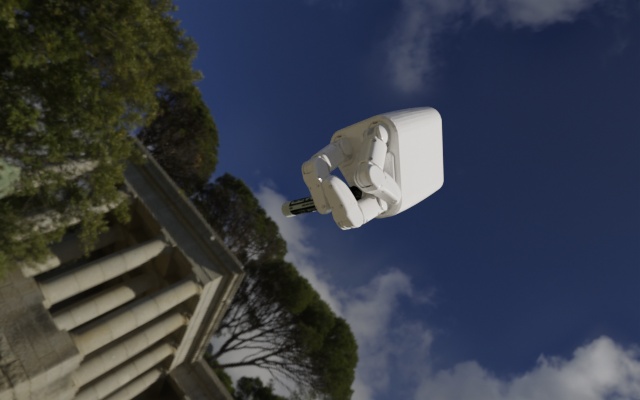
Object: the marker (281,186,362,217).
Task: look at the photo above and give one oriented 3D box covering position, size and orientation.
[{"bbox_3d":[0.000,0.002,0.544,0.020,0.020,0.121,0,-9,-44],"label":"marker"}]
